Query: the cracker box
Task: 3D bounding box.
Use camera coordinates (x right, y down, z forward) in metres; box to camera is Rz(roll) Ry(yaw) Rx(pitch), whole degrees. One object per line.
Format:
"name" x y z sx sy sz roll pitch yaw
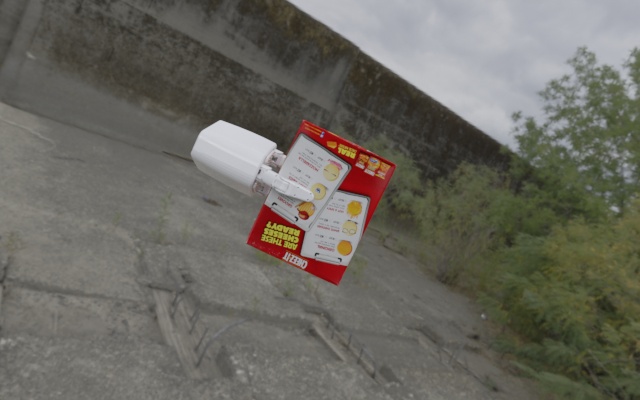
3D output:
"cracker box" 0.000 0.002 0.770 0.164 0.214 0.072 25 5 -2
